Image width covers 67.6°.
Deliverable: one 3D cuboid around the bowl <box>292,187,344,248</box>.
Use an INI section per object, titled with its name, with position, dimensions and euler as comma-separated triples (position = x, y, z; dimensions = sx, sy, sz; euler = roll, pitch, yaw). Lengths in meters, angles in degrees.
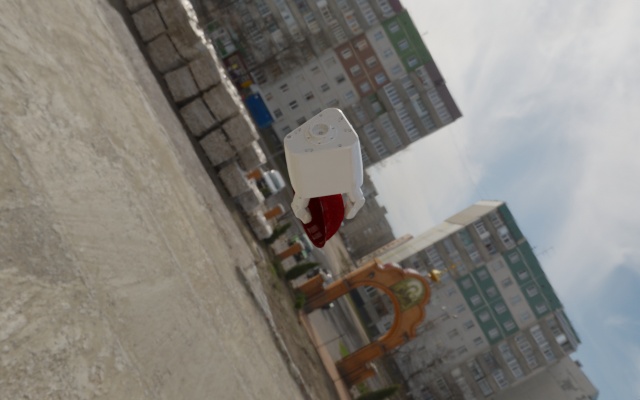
[bowl]
position = 0.000, 0.003, 0.876
dimensions = 0.055, 0.162, 0.162
euler = -16, 5, -18
